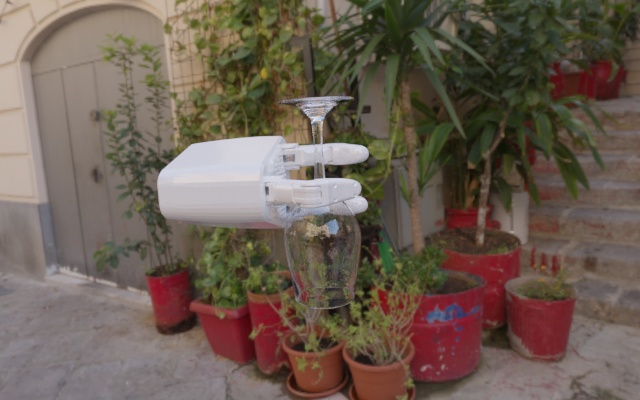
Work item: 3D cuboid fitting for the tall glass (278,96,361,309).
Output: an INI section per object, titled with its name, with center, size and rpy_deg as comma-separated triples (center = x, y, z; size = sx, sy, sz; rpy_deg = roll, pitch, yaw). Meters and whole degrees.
[tall glass]
center = 0.000, 0.001, 0.475
size = 0.079, 0.201, 0.079
rpy_deg = -3, 9, 0
